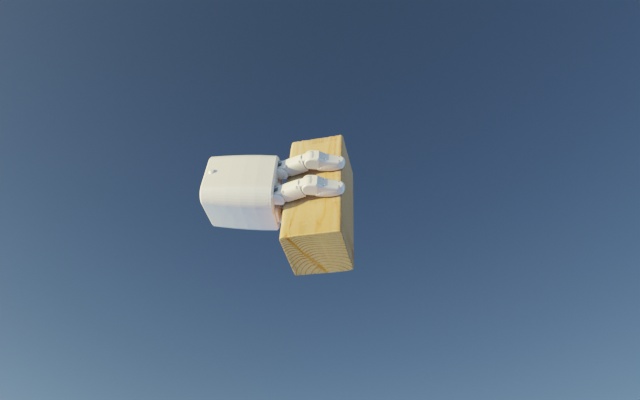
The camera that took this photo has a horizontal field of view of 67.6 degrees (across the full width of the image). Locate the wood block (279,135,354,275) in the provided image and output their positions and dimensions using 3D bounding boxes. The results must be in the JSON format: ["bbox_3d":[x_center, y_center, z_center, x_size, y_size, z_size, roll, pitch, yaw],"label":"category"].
[{"bbox_3d":[0.000,0.003,0.737,0.090,0.206,0.091,-7,-45,11],"label":"wood block"}]
